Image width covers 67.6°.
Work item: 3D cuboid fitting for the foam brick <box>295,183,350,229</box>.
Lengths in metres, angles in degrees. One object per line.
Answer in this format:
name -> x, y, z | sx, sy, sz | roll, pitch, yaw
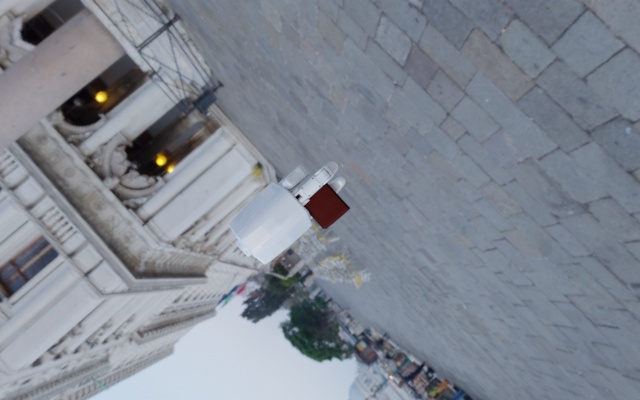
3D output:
foam brick -> 0.000, 0.003, 0.779 | 0.051, 0.078, 0.053 | -43, 2, -8
